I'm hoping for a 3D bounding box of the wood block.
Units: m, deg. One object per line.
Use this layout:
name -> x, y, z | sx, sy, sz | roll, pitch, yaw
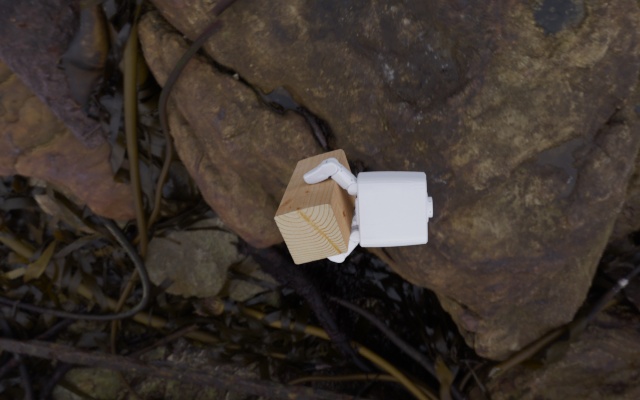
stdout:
wood block -> 0.000, 0.002, 0.797 | 0.090, 0.091, 0.206 | -14, 25, 16
